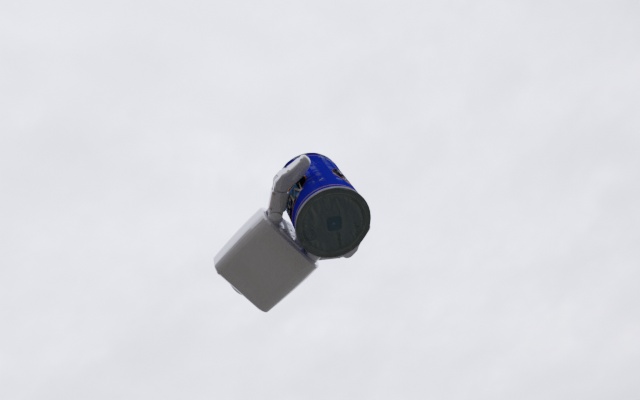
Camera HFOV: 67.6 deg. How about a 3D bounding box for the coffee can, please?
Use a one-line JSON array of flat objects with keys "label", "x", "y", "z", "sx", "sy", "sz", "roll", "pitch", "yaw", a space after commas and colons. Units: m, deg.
[{"label": "coffee can", "x": 0.000, "y": 0.002, "z": 0.681, "sx": 0.103, "sy": 0.103, "sz": 0.140, "roll": 0, "pitch": 24, "yaw": -16}]
